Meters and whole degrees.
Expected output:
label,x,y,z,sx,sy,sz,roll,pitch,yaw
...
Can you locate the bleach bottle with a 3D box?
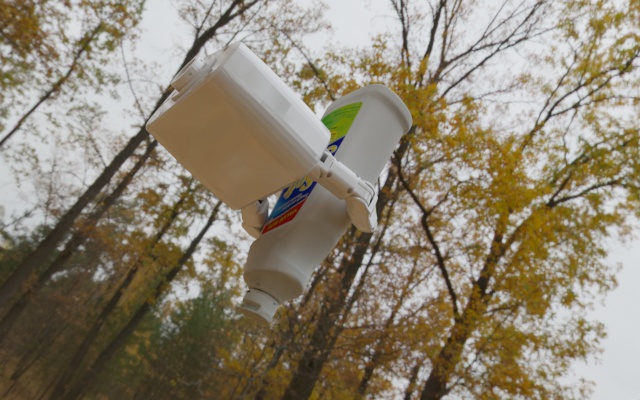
label,x,y,z,sx,sy,sz,roll,pitch,yaw
bleach bottle,0.000,0.002,0.462,0.068,0.250,0.102,44,-32,-26
